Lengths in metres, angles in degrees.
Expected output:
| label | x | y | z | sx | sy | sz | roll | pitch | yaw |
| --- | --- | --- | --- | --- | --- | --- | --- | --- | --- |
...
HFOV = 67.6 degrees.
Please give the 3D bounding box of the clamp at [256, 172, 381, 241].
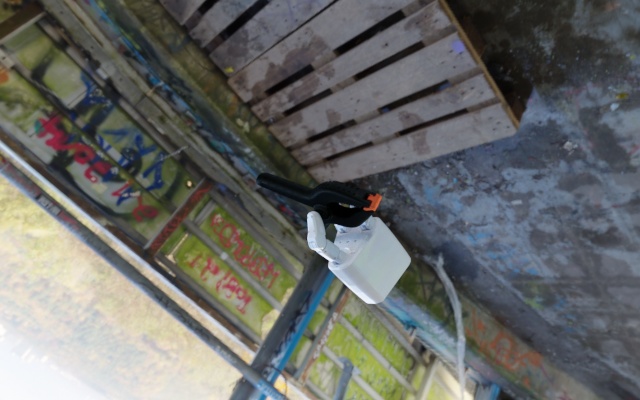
| label | x | y | z | sx | sy | sz | roll | pitch | yaw |
| --- | --- | --- | --- | --- | --- | --- | --- | --- | --- |
| clamp | 0.000 | 0.003 | 0.762 | 0.210 | 0.036 | 0.165 | -12 | -49 | 48 |
